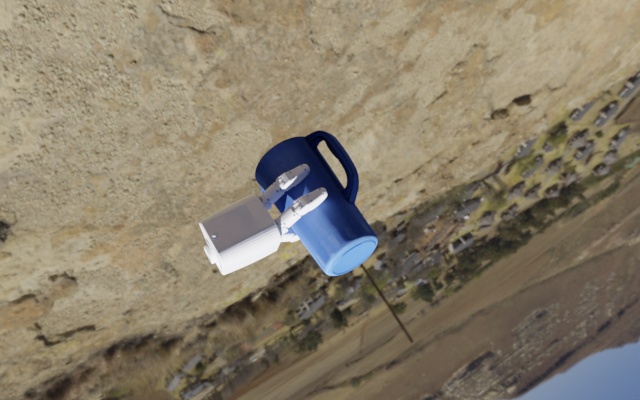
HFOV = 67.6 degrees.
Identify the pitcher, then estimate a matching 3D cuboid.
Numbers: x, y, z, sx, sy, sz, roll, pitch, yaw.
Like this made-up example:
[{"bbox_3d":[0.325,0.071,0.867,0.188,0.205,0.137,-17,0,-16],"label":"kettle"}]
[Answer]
[{"bbox_3d":[0.000,0.003,0.851,0.145,0.242,0.149,-25,-29,-20],"label":"pitcher"}]
